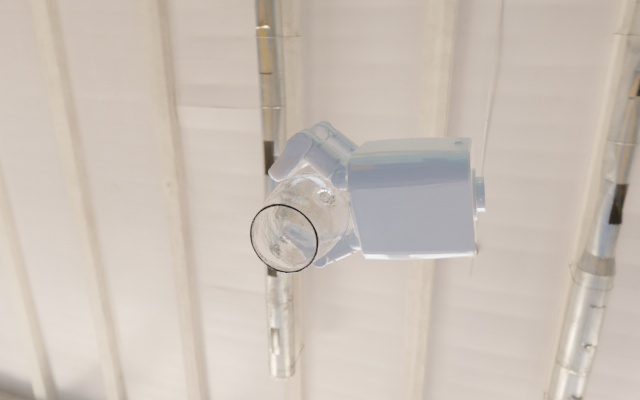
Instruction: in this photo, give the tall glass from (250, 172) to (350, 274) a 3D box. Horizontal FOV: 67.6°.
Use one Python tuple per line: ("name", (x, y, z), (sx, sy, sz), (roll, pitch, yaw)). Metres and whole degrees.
("tall glass", (0.000, 0.001, 0.482), (0.079, 0.079, 0.201), (0, 18, 19))
